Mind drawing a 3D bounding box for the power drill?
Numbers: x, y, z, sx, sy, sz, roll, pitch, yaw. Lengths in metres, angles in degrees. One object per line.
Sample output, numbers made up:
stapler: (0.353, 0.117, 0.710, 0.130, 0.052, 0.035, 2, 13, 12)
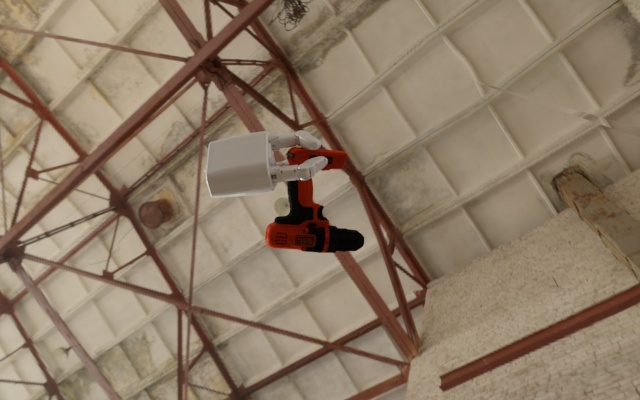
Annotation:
power drill: (0.000, 0.002, 0.855, 0.184, 0.188, 0.057, 4, 8, -16)
